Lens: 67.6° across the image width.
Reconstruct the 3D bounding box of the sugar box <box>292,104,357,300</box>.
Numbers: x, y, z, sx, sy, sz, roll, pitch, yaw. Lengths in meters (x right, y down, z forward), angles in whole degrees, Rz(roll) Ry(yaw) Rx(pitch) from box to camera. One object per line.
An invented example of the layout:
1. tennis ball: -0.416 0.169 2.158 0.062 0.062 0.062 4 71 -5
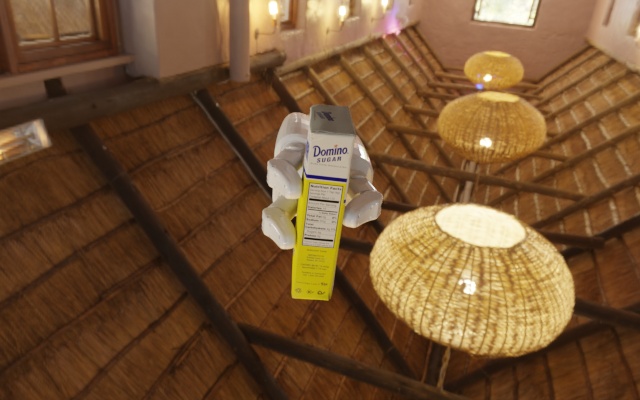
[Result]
1. sugar box: 0.000 0.002 0.476 0.048 0.176 0.093 3 25 -3
